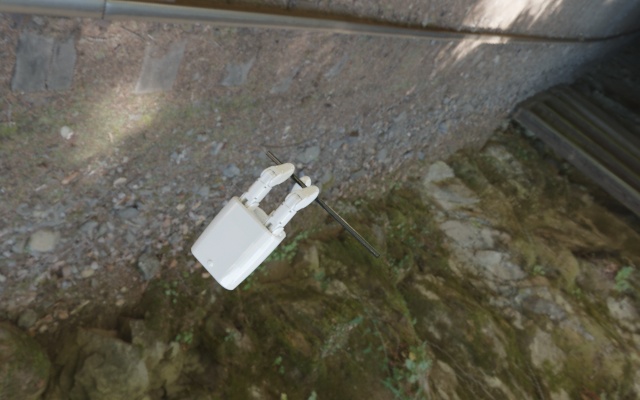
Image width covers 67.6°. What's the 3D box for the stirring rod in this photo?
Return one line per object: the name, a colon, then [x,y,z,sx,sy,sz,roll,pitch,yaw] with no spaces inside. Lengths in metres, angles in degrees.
stirring rod: [0.000,0.002,0.726,0.239,0.011,0.011,43,15,17]
